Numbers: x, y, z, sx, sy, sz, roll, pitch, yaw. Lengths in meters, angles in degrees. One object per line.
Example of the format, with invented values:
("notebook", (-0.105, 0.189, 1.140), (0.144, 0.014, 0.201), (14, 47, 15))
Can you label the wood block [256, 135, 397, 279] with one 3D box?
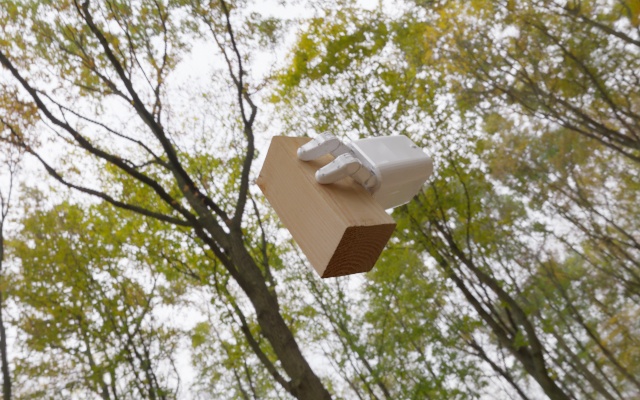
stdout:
("wood block", (0.000, 0.002, 0.674), (0.090, 0.091, 0.206), (-2, 39, -37))
